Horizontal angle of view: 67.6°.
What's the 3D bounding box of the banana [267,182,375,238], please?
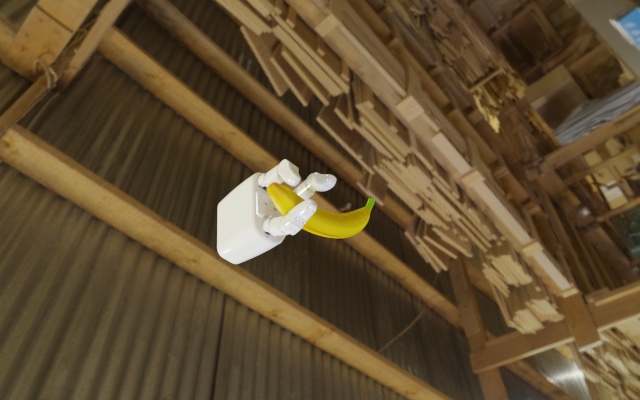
[{"bbox_3d":[0.005,0.020,0.710,0.198,0.069,0.037,9,-23,-38],"label":"banana"}]
